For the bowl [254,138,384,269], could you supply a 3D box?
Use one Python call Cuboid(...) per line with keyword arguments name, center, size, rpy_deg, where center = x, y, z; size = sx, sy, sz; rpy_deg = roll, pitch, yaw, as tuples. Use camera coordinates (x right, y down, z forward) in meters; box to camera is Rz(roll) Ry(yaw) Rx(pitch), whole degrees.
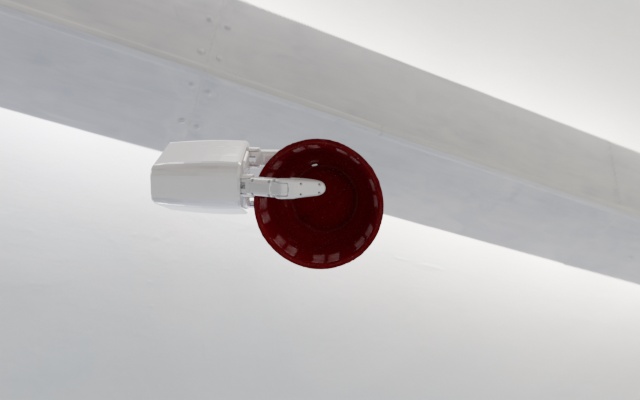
Cuboid(name="bowl", center=(0.001, 0.002, 0.605), size=(0.162, 0.162, 0.055), rpy_deg=(0, 9, 10))
